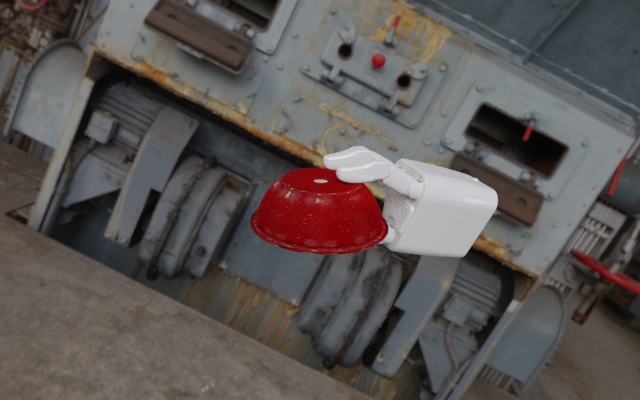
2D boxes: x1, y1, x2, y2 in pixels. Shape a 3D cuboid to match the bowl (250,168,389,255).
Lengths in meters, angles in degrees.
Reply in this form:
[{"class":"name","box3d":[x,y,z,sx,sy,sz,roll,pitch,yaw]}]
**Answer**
[{"class":"bowl","box3d":[-0.001,0.002,0.547,0.162,0.055,0.162,3,21,-1]}]
